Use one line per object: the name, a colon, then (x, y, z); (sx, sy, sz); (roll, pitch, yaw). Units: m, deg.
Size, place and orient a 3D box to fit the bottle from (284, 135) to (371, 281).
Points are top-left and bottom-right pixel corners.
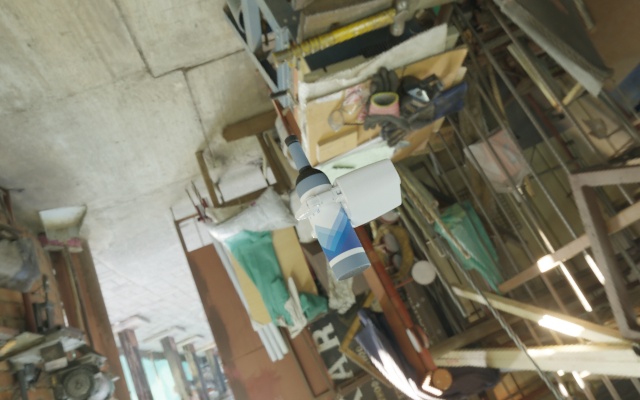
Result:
bottle: (0.000, 0.003, 0.895); (0.069, 0.295, 0.069); (-22, -20, -9)
